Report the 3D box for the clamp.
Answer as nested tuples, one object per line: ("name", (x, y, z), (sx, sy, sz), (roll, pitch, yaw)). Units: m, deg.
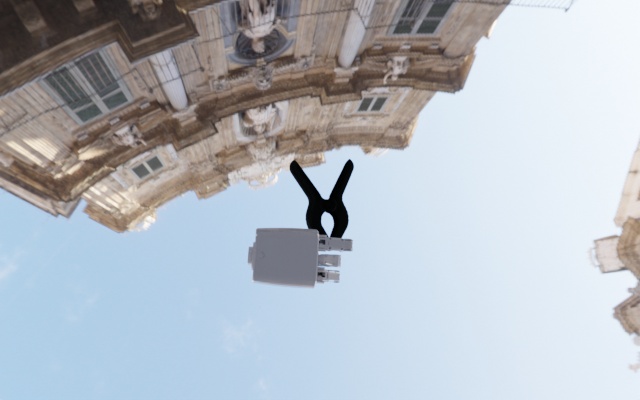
("clamp", (0.000, 0.003, 0.850), (0.120, 0.171, 0.039), (5, -13, -11))
